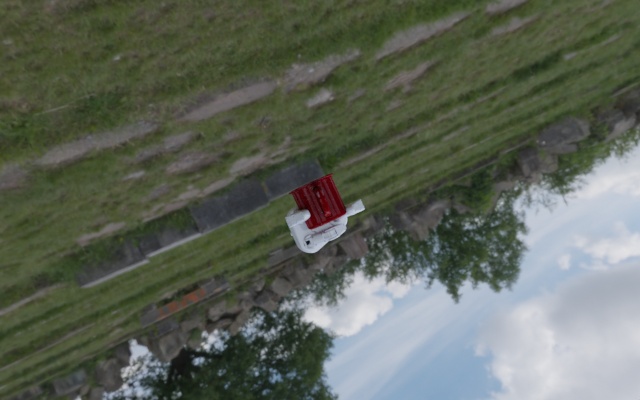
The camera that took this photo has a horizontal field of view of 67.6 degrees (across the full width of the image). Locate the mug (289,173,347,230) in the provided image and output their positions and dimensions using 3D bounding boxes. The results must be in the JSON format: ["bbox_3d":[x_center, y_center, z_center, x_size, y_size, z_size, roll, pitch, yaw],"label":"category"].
[{"bbox_3d":[0.001,0.003,0.895,0.093,0.081,0.117,-24,0,-9],"label":"mug"}]
